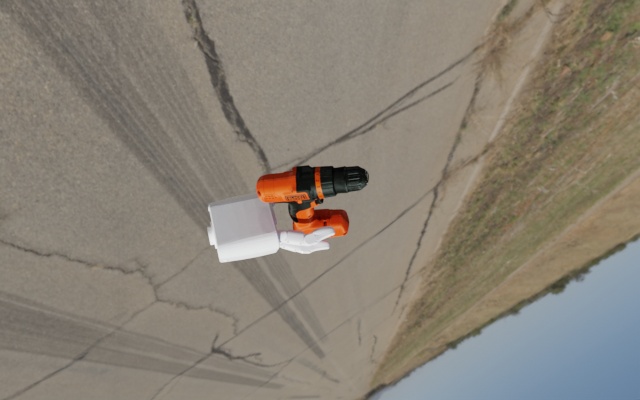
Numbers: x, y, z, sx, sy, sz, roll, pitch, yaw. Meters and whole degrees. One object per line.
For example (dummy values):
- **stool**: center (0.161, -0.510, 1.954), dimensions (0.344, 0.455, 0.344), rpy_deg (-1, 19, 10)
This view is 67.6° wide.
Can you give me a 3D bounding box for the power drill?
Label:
- **power drill**: center (0.000, 0.003, 0.832), dimensions (0.184, 0.057, 0.188), rpy_deg (-4, -30, 11)
